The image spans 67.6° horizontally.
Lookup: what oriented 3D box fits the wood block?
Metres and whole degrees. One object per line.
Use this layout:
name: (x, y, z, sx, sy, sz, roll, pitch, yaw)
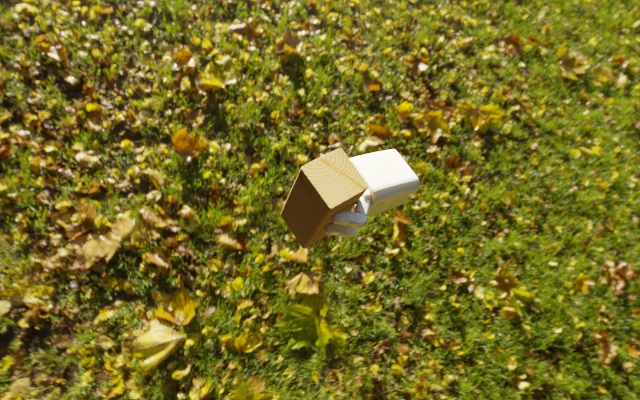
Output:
wood block: (0.000, 0.002, 0.899, 0.090, 0.091, 0.206, -29, -14, -25)
